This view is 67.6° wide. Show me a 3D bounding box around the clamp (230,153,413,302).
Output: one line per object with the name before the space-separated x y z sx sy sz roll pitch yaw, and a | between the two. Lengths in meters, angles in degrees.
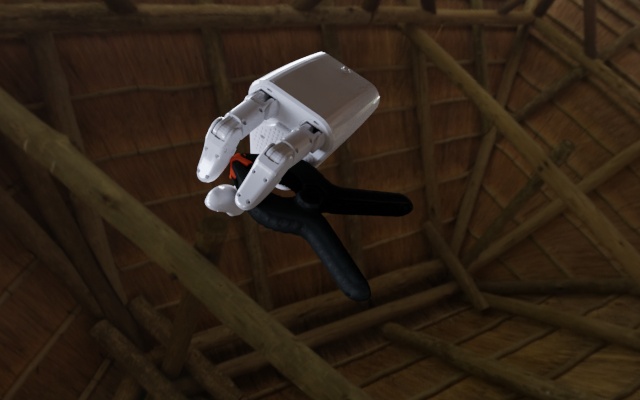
clamp | 0.000 0.002 0.433 0.171 0.039 0.120 37 47 11
